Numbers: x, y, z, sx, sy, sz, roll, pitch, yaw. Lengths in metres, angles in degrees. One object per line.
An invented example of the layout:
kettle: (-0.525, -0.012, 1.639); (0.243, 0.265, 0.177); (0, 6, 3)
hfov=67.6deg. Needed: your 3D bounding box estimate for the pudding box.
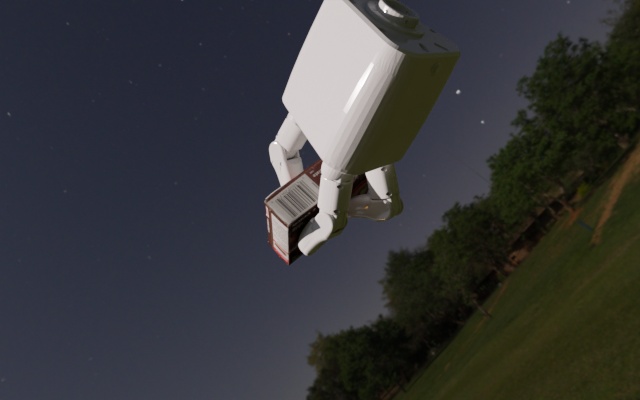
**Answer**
pudding box: (0.000, 0.001, 0.464); (0.113, 0.039, 0.090); (-36, -23, -21)
